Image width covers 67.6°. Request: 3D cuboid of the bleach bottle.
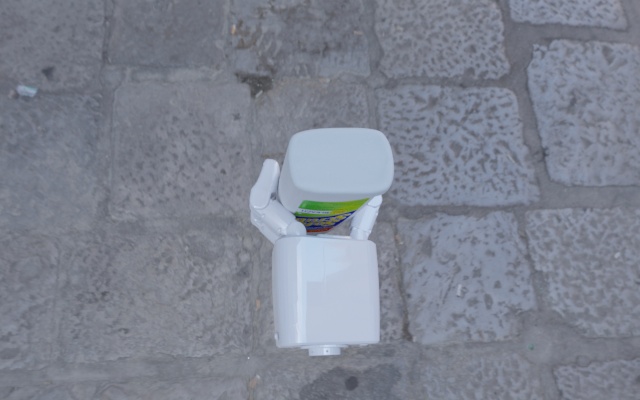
[{"bbox_3d":[0.000,0.002,0.548,0.102,0.068,0.251,-1,-18,-9],"label":"bleach bottle"}]
